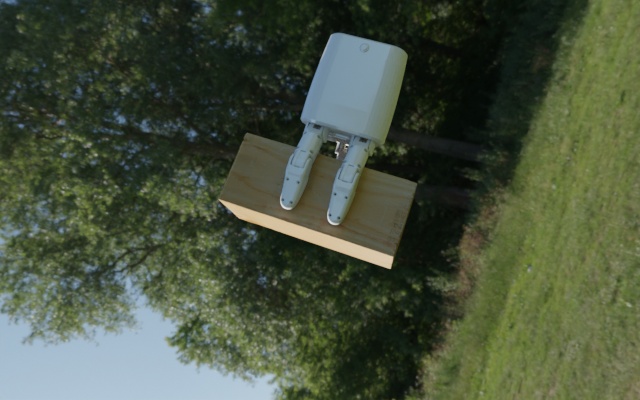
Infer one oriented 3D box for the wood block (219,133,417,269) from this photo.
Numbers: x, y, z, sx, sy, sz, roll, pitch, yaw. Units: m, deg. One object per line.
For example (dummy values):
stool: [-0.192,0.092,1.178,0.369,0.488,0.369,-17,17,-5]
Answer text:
wood block: [0.000,0.002,0.570,0.206,0.090,0.091,18,-13,12]
